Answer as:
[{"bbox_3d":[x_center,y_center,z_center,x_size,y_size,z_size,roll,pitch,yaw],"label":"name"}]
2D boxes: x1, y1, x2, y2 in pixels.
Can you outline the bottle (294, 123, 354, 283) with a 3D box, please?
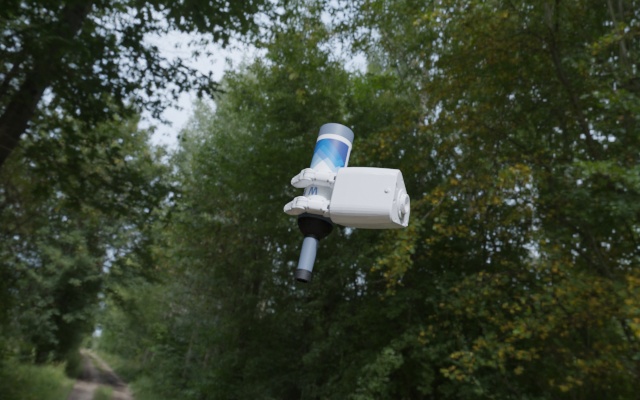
[{"bbox_3d":[0.000,0.003,0.856,0.069,0.295,0.069,11,-23,5],"label":"bottle"}]
